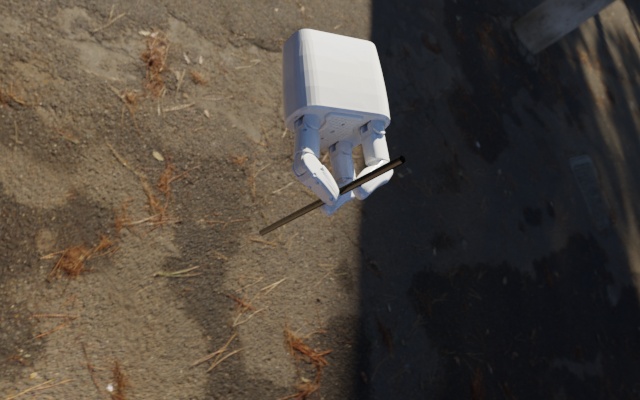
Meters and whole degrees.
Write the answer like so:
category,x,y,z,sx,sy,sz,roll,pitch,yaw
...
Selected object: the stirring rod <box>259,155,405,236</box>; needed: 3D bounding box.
category,x,y,z,sx,sy,sz,roll,pitch,yaw
stirring rod,0.000,0.002,0.521,0.011,0.011,0.239,0,-19,-41
